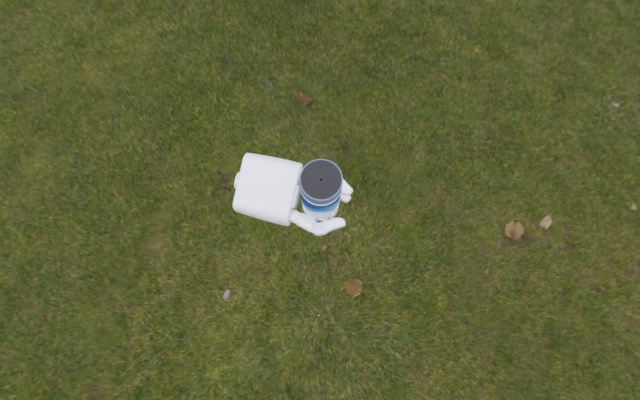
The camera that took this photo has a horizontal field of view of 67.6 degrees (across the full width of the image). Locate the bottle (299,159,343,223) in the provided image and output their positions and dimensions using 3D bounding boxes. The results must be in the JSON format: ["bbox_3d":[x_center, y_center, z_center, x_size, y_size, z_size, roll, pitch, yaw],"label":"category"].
[{"bbox_3d":[0.000,0.003,0.861,0.069,0.069,0.296,0,-13,0],"label":"bottle"}]
